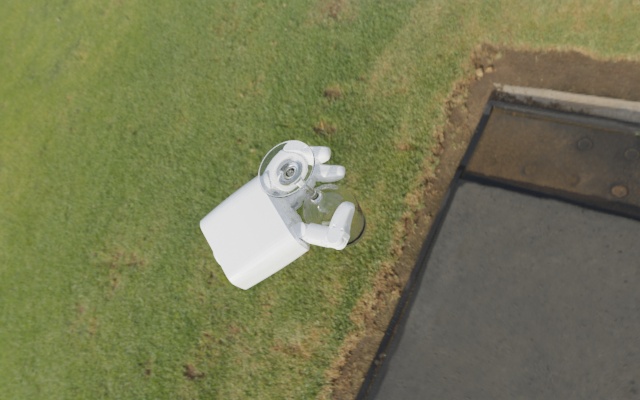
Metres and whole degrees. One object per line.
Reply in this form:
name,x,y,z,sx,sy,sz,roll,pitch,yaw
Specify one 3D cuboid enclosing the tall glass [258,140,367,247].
tall glass,0.000,0.002,0.634,0.079,0.079,0.201,0,-23,27
